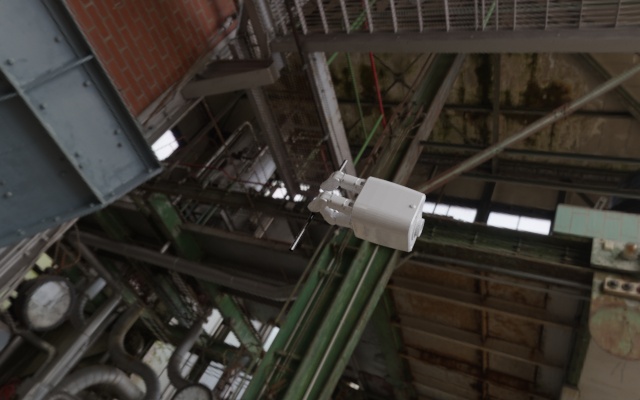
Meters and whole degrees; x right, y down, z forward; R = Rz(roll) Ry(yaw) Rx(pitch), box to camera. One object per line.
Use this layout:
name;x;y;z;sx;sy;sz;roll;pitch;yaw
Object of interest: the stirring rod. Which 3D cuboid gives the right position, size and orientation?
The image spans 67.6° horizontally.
stirring rod;0.000;0.003;0.891;0.011;0.011;0.239;0;43;36
